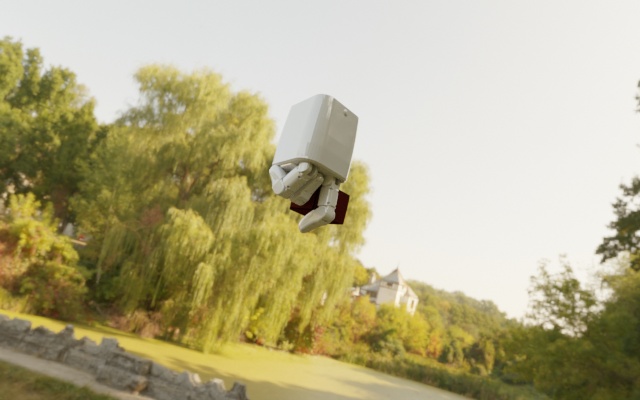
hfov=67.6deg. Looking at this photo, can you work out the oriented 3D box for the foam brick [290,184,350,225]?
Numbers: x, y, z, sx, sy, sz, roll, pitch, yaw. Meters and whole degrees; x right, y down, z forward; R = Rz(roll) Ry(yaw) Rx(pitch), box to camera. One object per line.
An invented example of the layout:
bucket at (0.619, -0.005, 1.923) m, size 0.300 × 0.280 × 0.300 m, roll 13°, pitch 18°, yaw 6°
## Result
foam brick at (0.000, 0.003, 0.750) m, size 0.053 × 0.051 × 0.078 m, roll 2°, pitch -17°, yaw 41°
